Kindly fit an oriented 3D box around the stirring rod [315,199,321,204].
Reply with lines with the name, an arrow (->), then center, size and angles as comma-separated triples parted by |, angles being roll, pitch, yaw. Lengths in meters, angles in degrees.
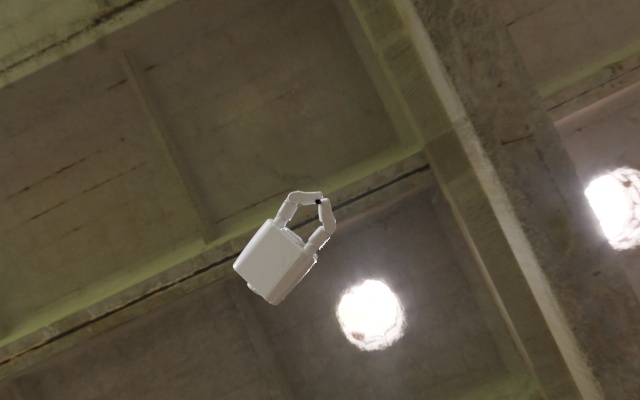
stirring rod -> 0.000, 0.003, 0.875 | 0.011, 0.011, 0.239 | 0, -1, 2
